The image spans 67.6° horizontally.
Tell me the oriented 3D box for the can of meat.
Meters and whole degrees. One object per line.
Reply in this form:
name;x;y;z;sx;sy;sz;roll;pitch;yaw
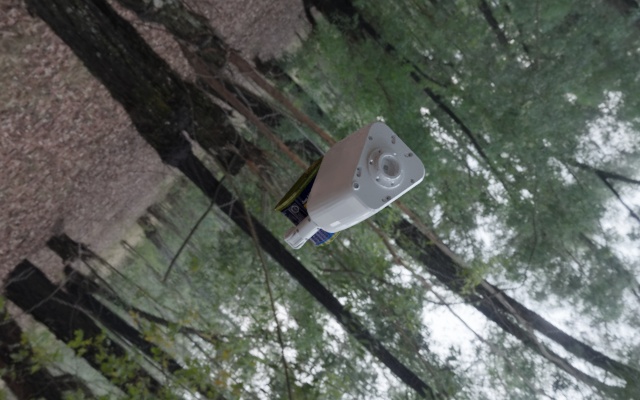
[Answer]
can of meat;0.000;0.003;0.672;0.102;0.084;0.057;-52;12;-32
